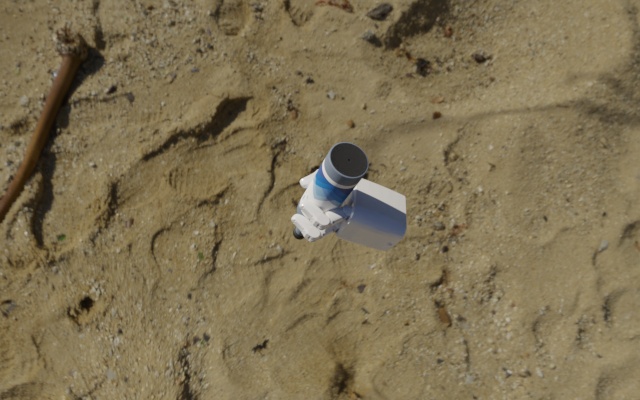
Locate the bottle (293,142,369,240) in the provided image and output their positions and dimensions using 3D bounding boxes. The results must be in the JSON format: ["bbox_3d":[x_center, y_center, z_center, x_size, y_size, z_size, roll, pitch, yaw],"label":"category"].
[{"bbox_3d":[0.000,0.003,0.862,0.069,0.069,0.296,0,-27,-20],"label":"bottle"}]
